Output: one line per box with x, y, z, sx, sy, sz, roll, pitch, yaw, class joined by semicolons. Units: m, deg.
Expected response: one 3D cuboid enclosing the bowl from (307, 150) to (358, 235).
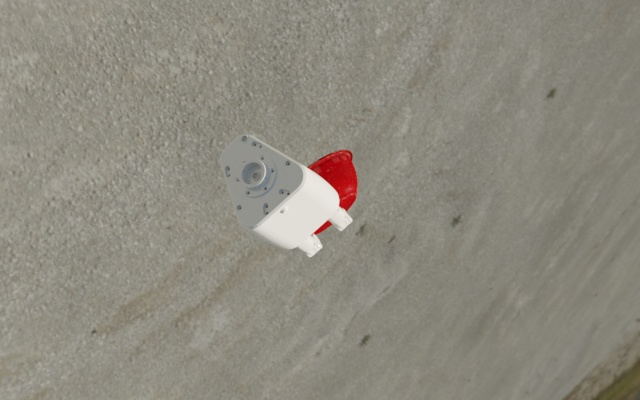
0.001;0.003;0.689;0.162;0.055;0.162;-37;-15;-12;bowl
